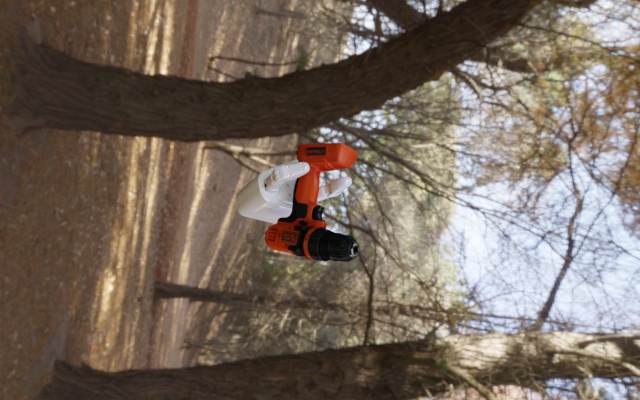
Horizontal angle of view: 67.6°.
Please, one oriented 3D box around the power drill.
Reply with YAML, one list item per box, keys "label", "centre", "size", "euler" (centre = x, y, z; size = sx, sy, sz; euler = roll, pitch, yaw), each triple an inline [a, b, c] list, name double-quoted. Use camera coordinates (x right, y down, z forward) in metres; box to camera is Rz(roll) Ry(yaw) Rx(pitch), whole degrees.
- label: "power drill"
  centre: [0.000, 0.002, 0.766]
  size: [0.184, 0.187, 0.057]
  euler: [5, -16, 40]
